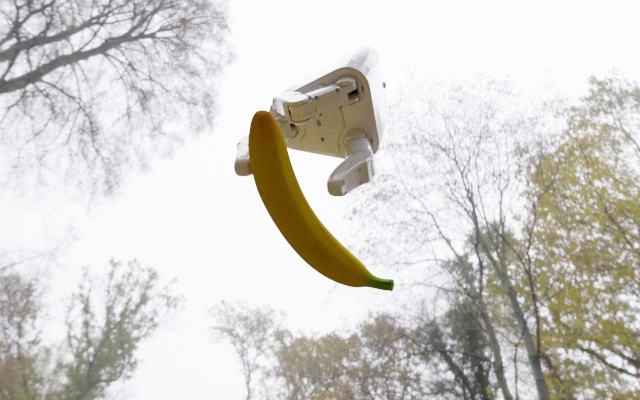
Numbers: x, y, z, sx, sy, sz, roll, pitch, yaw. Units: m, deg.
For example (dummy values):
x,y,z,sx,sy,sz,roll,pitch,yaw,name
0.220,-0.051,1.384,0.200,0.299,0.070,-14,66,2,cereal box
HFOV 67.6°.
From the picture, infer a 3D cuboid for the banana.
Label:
x,y,z,sx,sy,sz,roll,pitch,yaw,name
-0.012,0.012,0.427,0.070,0.198,0.037,-28,19,29,banana
